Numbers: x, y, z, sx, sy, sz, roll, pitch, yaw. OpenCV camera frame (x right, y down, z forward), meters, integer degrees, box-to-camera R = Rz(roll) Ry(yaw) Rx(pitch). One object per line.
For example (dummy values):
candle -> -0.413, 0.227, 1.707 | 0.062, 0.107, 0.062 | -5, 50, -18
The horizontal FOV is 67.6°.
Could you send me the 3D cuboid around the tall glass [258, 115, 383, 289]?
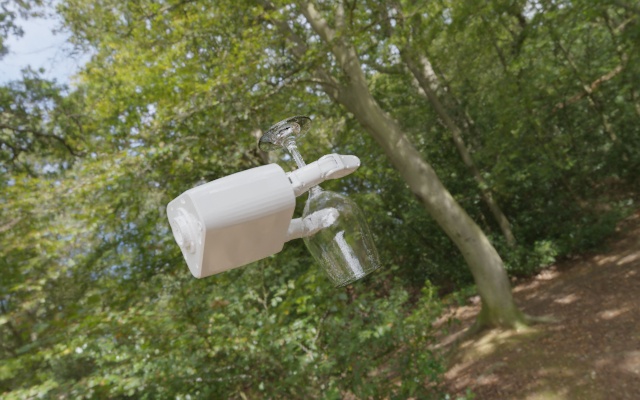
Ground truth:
tall glass -> 0.000, 0.001, 0.570 | 0.079, 0.201, 0.079 | -26, -14, -7
